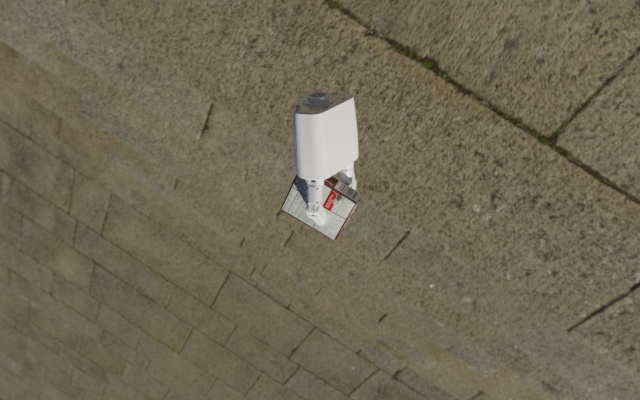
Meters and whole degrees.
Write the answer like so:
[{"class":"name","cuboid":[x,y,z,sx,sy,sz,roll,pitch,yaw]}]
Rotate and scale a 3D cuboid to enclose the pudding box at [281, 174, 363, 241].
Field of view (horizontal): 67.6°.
[{"class":"pudding box","cuboid":[0.000,0.003,0.803,0.113,0.090,0.039,31,32,5]}]
